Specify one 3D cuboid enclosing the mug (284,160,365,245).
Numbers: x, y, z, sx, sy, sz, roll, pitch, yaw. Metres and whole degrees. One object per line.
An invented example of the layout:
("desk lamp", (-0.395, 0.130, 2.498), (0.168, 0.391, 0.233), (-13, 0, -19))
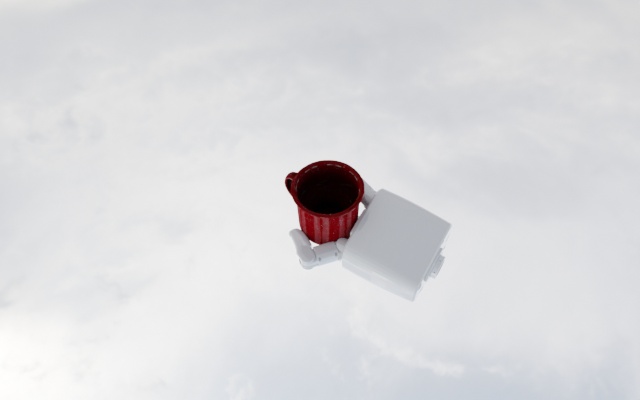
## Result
("mug", (-0.001, 0.002, 0.637), (0.117, 0.093, 0.082), (28, -31, 20))
